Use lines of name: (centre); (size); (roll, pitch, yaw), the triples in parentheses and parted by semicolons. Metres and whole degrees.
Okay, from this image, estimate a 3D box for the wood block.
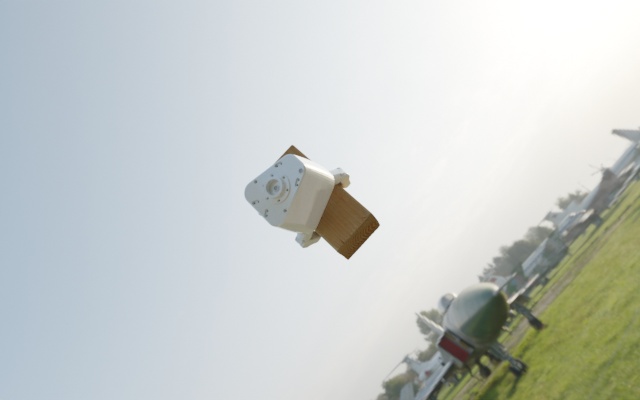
wood block: (0.000, 0.002, 0.882); (0.206, 0.091, 0.090); (43, -1, 24)
